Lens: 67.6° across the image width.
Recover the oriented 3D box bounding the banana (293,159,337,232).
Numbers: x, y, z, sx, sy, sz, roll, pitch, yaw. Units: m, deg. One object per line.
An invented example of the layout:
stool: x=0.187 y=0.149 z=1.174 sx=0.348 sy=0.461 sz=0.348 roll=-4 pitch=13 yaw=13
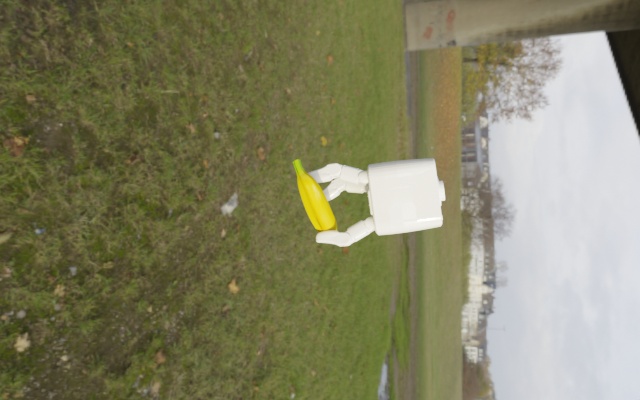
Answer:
banana: x=0.001 y=0.015 z=0.792 sx=0.037 sy=0.069 sz=0.198 roll=-13 pitch=-39 yaw=9
